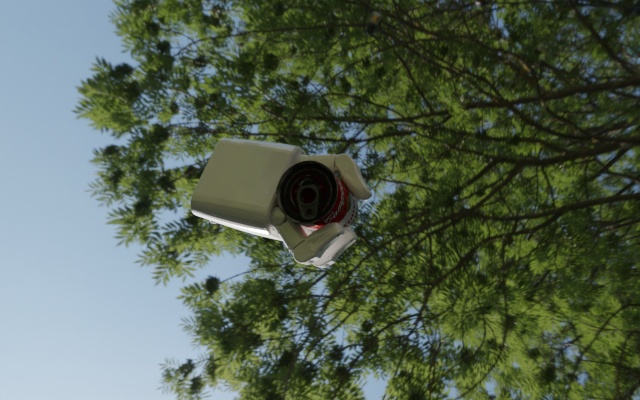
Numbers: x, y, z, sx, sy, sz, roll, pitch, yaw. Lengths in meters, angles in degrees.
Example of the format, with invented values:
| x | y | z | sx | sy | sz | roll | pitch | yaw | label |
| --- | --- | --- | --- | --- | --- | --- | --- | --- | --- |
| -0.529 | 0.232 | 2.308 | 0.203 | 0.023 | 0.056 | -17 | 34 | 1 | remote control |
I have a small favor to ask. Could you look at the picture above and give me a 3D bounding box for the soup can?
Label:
| x | y | z | sx | sy | sz | roll | pitch | yaw | label |
| --- | --- | --- | --- | --- | --- | --- | --- | --- | --- |
| 0.001 | 0.002 | 0.543 | 0.068 | 0.068 | 0.102 | 0 | -12 | 18 | soup can |
